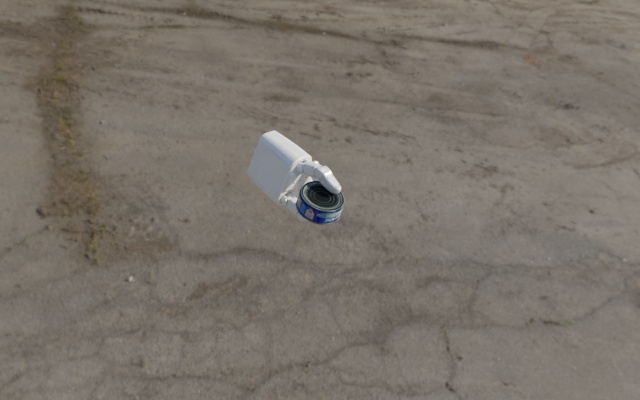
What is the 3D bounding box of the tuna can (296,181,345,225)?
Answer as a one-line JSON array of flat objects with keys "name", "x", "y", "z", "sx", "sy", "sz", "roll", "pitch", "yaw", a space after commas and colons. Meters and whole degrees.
[{"name": "tuna can", "x": 0.000, "y": 0.002, "z": 0.873, "sx": 0.086, "sy": 0.034, "sz": 0.086, "roll": 11, "pitch": 40, "yaw": -10}]
